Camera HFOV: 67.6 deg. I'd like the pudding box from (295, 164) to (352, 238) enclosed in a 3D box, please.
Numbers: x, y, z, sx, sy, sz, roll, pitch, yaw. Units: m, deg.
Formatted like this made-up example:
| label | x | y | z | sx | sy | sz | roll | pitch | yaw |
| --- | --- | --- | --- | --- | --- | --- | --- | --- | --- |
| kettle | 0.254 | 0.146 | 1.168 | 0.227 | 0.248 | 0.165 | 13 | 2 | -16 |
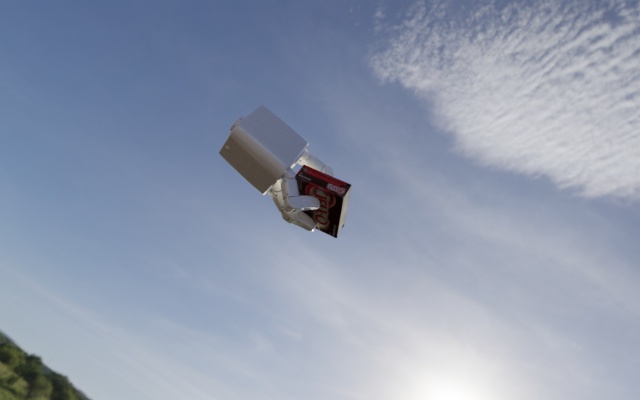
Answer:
| label | x | y | z | sx | sy | sz | roll | pitch | yaw |
| --- | --- | --- | --- | --- | --- | --- | --- | --- | --- |
| pudding box | 0.000 | 0.002 | 0.803 | 0.090 | 0.039 | 0.114 | 25 | -36 | 16 |
